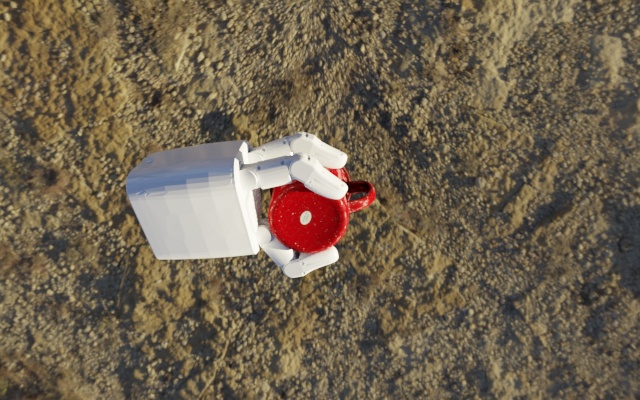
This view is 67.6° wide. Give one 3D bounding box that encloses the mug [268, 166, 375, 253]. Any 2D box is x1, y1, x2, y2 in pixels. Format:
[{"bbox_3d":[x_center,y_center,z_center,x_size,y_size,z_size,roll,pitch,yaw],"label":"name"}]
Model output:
[{"bbox_3d":[0.002,0.002,0.508,0.117,0.093,0.081,-7,24,3],"label":"mug"}]
